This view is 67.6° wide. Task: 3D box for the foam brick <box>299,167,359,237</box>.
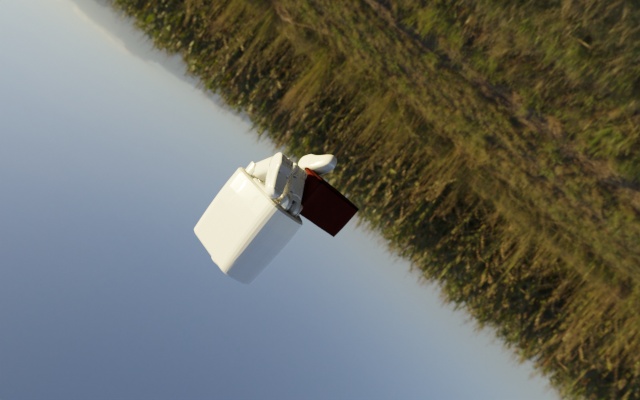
[{"bbox_3d":[0.000,0.002,0.635,0.078,0.051,0.053,36,5,-35],"label":"foam brick"}]
